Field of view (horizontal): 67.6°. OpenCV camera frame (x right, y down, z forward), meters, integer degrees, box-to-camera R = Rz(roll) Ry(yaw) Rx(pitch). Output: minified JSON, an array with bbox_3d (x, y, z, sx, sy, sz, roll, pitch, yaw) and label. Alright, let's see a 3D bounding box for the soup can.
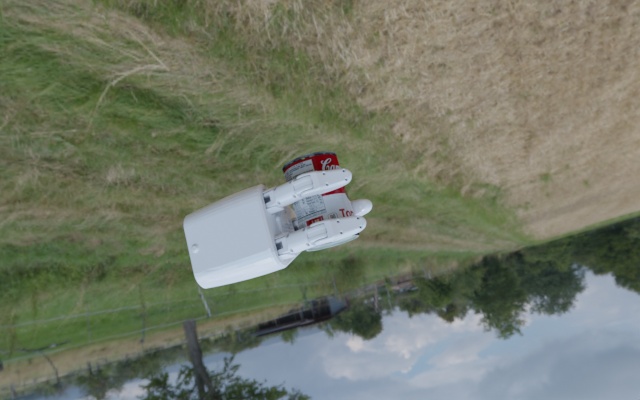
[{"bbox_3d":[0.001,0.002,0.561,0.068,0.102,0.068,-15,-12,-3],"label":"soup can"}]
